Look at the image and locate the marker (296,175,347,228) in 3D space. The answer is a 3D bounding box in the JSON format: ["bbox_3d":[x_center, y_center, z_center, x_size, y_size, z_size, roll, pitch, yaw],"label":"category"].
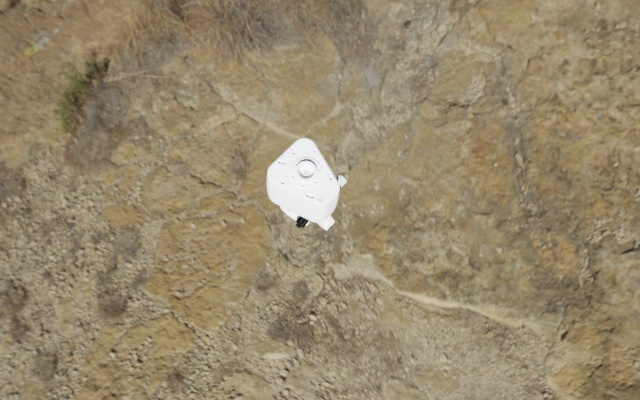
[{"bbox_3d":[0.000,0.003,0.843,0.020,0.121,0.020,40,-14,12],"label":"marker"}]
